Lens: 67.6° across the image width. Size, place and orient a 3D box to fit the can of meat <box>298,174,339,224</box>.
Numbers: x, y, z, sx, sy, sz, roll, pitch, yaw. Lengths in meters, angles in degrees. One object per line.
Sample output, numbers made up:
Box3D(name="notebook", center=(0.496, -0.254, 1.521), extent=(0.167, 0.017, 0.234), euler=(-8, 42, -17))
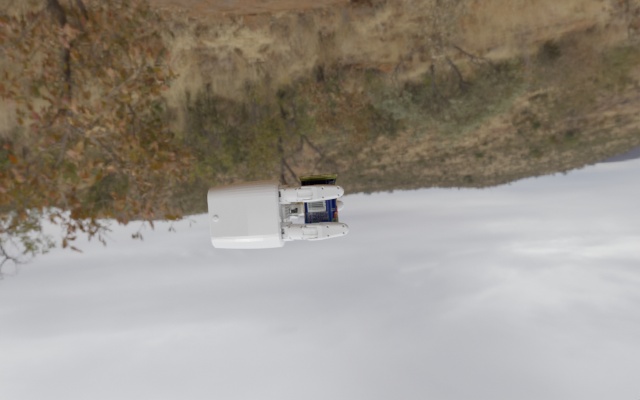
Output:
Box3D(name="can of meat", center=(0.000, 0.003, 0.736), extent=(0.057, 0.084, 0.102), euler=(-4, 3, 2))
